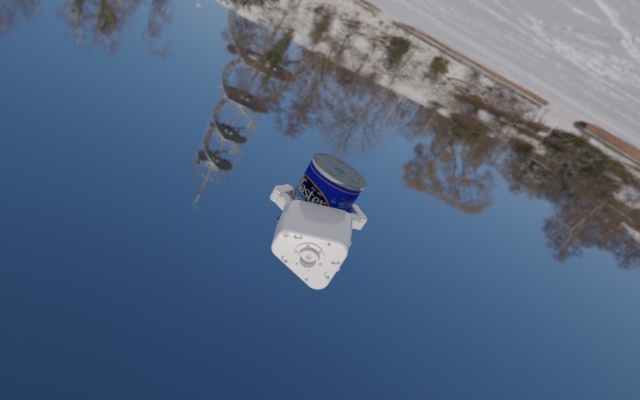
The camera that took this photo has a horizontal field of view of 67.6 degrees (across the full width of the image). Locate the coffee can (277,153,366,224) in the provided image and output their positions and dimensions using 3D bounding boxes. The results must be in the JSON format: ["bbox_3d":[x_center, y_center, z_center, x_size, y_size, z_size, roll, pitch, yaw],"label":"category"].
[{"bbox_3d":[0.000,0.003,0.836,0.103,0.140,0.102,26,24,-12],"label":"coffee can"}]
